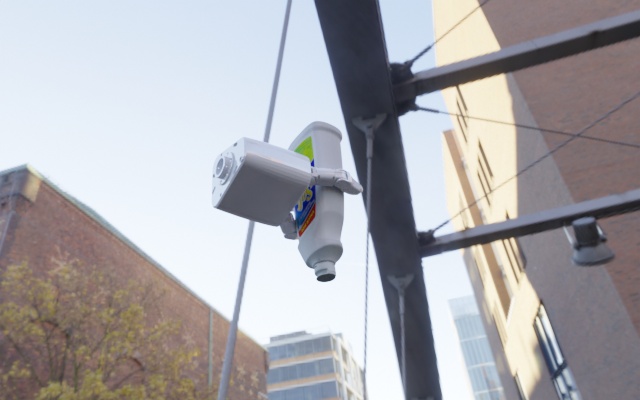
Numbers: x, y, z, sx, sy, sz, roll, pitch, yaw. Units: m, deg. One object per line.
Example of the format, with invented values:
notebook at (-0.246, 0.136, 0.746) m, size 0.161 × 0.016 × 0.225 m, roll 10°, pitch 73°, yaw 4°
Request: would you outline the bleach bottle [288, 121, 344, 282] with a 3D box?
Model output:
bleach bottle at (0.000, 0.002, 0.738) m, size 0.068 × 0.250 × 0.103 m, roll 18°, pitch -41°, yaw -32°
